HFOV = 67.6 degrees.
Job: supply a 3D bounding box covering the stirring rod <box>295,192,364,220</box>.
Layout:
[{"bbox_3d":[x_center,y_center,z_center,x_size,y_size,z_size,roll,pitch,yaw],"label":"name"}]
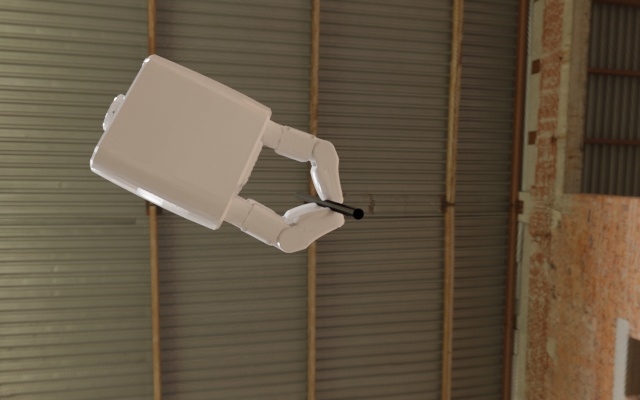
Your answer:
[{"bbox_3d":[0.000,0.001,0.446,0.011,0.011,0.239,0,4,-13],"label":"stirring rod"}]
